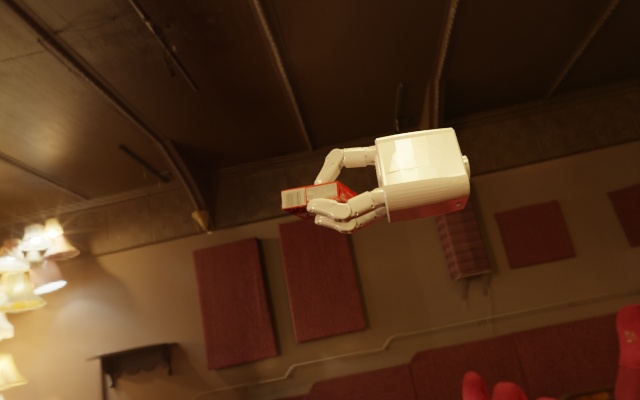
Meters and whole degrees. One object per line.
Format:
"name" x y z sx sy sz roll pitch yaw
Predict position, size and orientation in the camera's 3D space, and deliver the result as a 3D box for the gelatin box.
"gelatin box" 0.000 0.002 0.674 0.089 0.030 0.073 -9 -17 21
